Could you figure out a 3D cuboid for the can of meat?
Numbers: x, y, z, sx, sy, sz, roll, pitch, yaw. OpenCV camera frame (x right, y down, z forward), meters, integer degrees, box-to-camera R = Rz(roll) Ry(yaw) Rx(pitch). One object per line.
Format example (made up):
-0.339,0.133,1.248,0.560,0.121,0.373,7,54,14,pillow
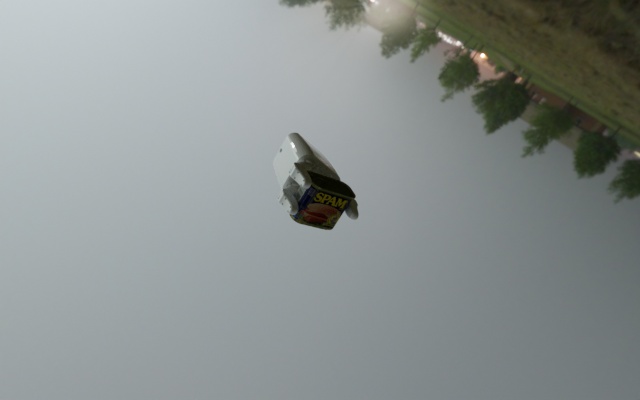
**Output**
0.000,0.003,0.886,0.102,0.084,0.057,16,27,-33,can of meat
